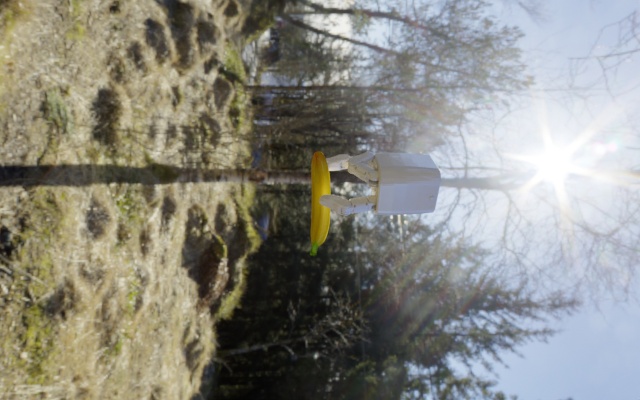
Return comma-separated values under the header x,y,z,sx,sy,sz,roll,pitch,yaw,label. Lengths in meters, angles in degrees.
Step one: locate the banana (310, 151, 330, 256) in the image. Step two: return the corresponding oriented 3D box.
x,y,z,sx,sy,sz,roll,pitch,yaw,label
0.000,0.001,0.893,0.037,0.198,0.069,1,16,1,banana
